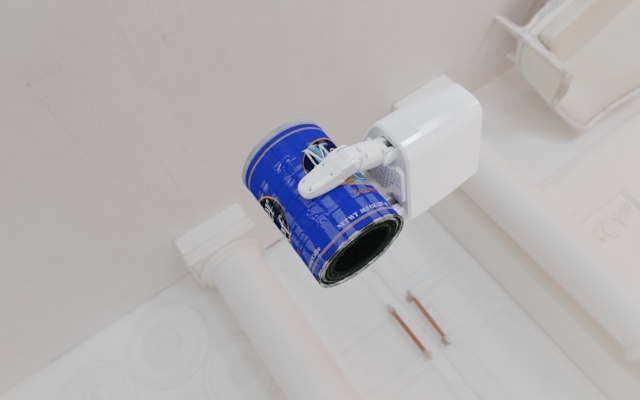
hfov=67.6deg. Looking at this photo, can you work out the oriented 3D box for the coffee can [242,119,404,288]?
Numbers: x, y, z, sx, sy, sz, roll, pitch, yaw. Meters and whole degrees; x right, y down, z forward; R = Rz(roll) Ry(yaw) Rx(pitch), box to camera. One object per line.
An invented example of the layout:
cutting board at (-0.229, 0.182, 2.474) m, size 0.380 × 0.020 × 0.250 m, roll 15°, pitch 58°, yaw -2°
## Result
coffee can at (0.000, 0.002, 0.483) m, size 0.103 × 0.140 × 0.103 m, roll -31°, pitch -26°, yaw -17°
